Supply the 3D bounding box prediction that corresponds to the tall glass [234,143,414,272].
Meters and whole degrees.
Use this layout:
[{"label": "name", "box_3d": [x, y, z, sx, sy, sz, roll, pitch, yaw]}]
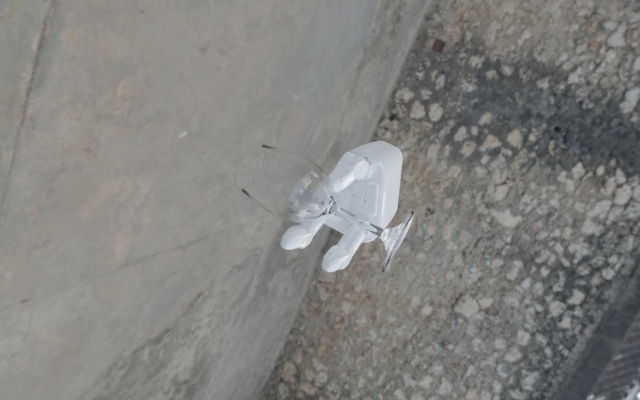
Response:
[{"label": "tall glass", "box_3d": [0.001, 0.002, 0.547, 0.201, 0.079, 0.079, 27, 8, 15]}]
